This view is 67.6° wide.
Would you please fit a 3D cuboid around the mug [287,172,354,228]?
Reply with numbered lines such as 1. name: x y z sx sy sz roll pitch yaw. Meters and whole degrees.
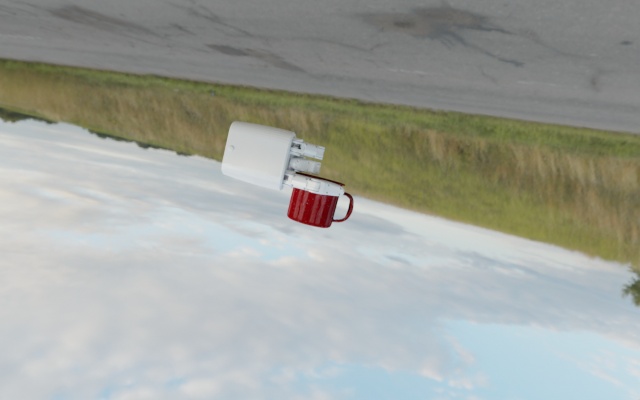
1. mug: 0.001 0.003 0.836 0.117 0.081 0.093 15 5 8
